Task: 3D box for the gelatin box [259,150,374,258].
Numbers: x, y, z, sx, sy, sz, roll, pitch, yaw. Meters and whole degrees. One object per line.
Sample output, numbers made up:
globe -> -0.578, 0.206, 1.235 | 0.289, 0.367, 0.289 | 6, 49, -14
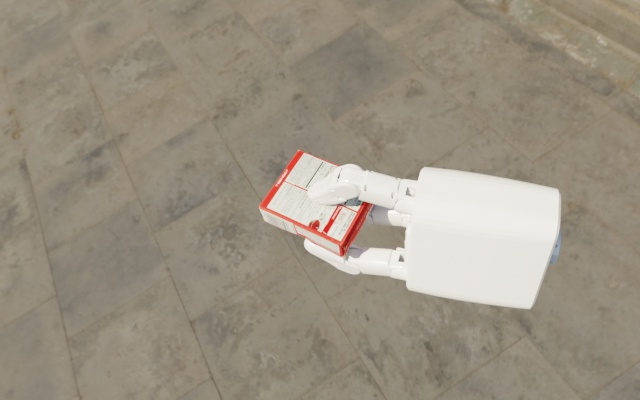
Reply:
gelatin box -> 0.000, 0.001, 0.444 | 0.089, 0.073, 0.030 | 23, -25, 18
